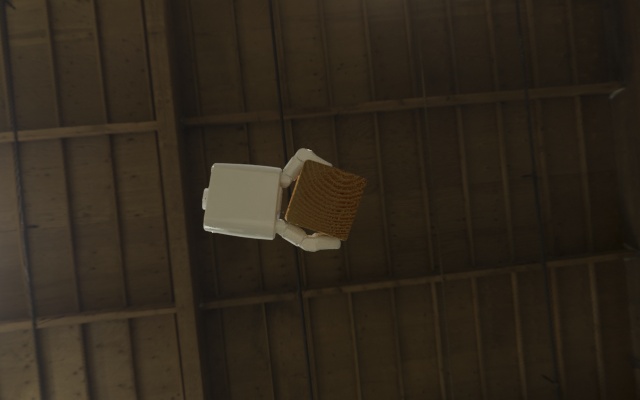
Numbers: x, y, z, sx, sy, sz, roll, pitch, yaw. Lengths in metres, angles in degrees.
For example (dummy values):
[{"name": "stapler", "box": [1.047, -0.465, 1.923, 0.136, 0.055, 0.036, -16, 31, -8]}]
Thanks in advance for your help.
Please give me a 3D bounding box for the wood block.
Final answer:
[{"name": "wood block", "box": [0.000, 0.002, 0.740, 0.090, 0.091, 0.206, 18, -3, -4]}]
